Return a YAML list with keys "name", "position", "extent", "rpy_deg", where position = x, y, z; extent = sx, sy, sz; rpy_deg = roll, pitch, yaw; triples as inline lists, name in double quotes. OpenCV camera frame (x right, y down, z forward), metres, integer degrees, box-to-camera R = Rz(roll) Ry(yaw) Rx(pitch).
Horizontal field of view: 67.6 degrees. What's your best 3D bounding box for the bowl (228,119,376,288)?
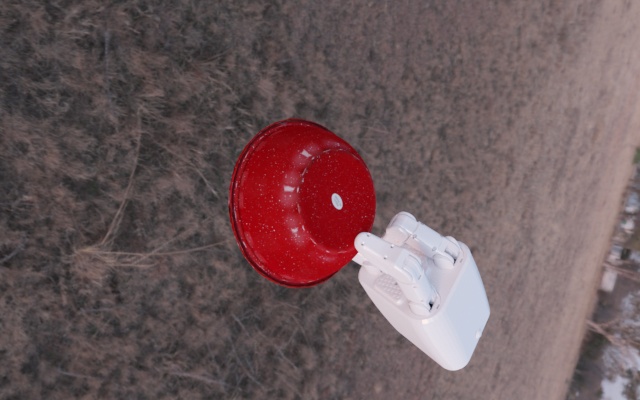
- name: "bowl"
  position: [-0.001, 0.001, 0.436]
  extent: [0.162, 0.162, 0.055]
  rpy_deg: [0, -2, -39]
